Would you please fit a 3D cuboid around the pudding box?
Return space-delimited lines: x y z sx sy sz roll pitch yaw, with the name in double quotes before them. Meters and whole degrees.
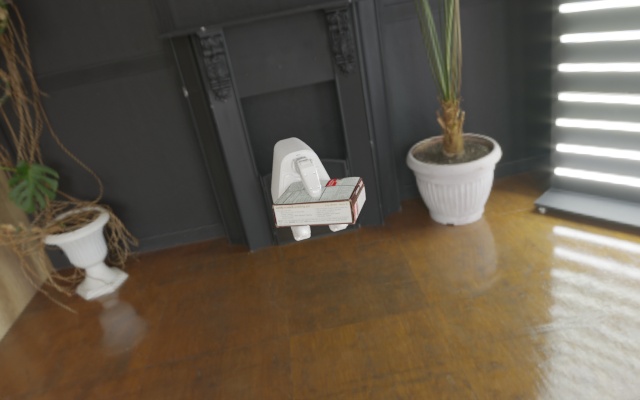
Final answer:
"pudding box" 0.000 0.002 0.667 0.113 0.039 0.090 -5 21 18
